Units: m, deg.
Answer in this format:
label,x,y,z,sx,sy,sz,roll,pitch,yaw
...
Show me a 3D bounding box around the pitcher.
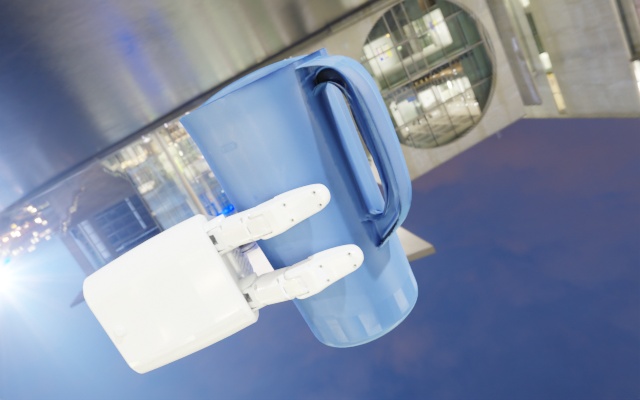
label,x,y,z,sx,sy,sz,roll,pitch,yaw
pitcher,0.000,0.001,0.413,0.145,0.243,0.149,-27,15,0
